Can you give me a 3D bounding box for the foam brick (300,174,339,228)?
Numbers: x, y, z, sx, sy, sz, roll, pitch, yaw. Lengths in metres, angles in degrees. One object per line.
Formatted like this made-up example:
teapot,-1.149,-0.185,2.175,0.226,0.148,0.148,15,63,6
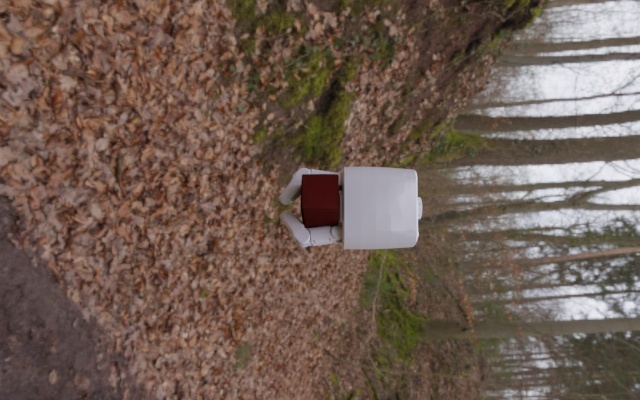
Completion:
foam brick,0.000,0.002,0.664,0.051,0.053,0.078,0,-22,1
